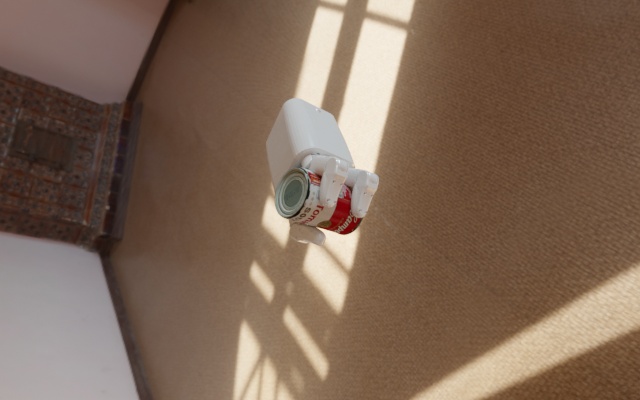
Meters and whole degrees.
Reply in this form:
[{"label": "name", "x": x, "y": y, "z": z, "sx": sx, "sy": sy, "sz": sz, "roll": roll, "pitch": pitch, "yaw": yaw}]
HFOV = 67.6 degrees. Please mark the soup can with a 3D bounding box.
[{"label": "soup can", "x": 0.000, "y": 0.002, "z": 0.622, "sx": 0.102, "sy": 0.068, "sz": 0.068, "roll": 18, "pitch": -12, "yaw": -40}]
